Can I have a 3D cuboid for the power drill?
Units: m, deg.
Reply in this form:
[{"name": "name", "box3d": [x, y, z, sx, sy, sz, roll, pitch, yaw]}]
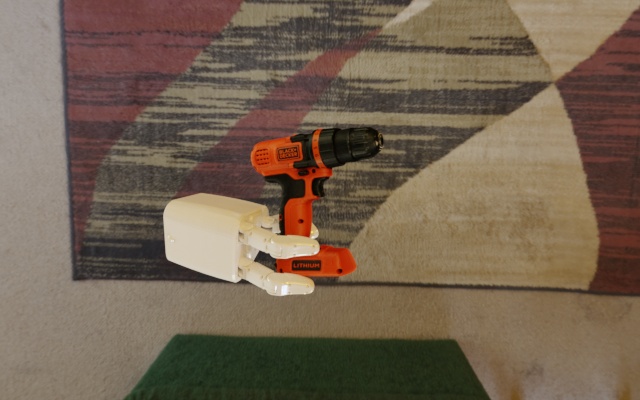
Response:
[{"name": "power drill", "box3d": [0.000, 0.003, 0.621, 0.184, 0.187, 0.057, -5, 0, 29]}]
